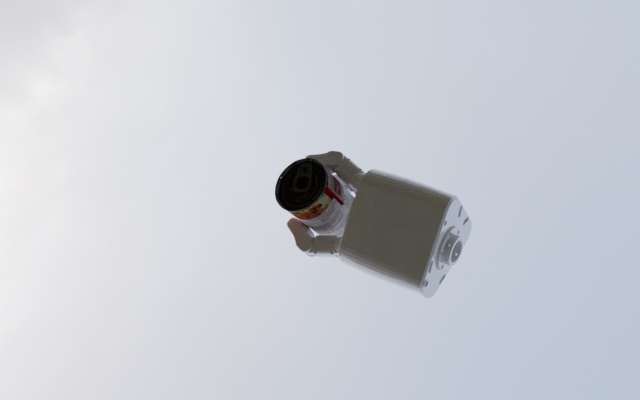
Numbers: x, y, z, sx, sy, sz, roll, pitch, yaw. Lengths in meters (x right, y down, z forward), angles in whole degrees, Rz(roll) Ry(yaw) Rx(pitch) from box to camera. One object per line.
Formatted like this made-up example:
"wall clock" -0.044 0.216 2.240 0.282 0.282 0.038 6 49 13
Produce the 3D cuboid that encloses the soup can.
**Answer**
"soup can" 0.000 0.002 0.581 0.068 0.068 0.102 0 -24 31
